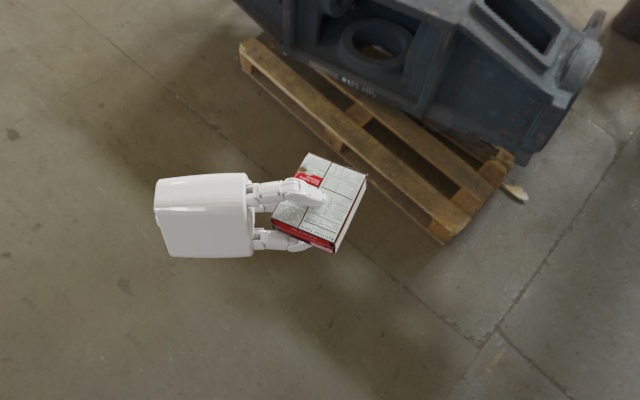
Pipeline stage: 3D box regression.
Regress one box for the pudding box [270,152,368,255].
[{"bbox_3d":[0.000,0.002,0.615,0.090,0.113,0.039,22,-24,11],"label":"pudding box"}]
